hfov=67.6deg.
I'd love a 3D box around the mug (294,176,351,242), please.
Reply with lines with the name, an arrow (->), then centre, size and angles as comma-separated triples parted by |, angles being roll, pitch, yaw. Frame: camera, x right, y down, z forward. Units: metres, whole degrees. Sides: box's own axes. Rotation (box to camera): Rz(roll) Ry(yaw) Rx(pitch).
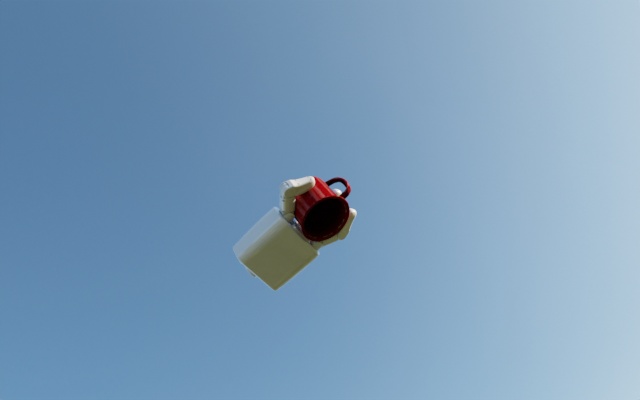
mug -> 0.001, 0.002, 0.832 | 0.093, 0.117, 0.081 | 47, 1, -44
